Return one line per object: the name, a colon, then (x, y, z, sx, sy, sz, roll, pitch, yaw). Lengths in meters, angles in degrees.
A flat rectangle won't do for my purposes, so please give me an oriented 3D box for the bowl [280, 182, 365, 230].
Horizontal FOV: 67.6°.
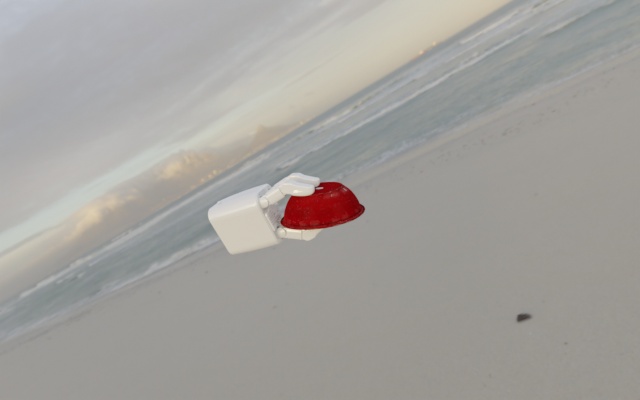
bowl: (0.001, 0.002, 0.892, 0.162, 0.055, 0.162, -8, 15, 2)
